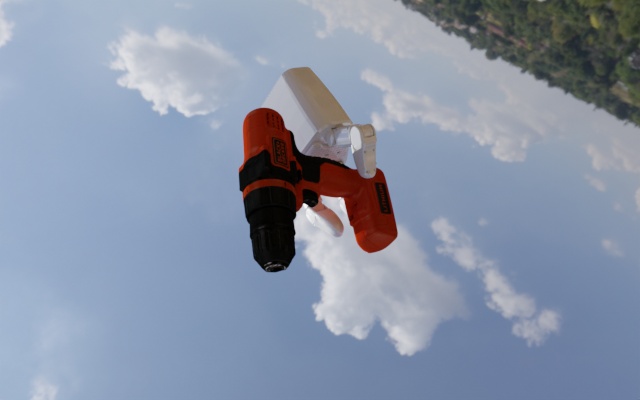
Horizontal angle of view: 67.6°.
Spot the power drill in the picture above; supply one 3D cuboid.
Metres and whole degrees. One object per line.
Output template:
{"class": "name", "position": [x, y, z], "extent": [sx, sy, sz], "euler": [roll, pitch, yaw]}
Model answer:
{"class": "power drill", "position": [0.000, 0.002, 0.515], "extent": [0.188, 0.184, 0.057], "euler": [20, -39, -38]}
